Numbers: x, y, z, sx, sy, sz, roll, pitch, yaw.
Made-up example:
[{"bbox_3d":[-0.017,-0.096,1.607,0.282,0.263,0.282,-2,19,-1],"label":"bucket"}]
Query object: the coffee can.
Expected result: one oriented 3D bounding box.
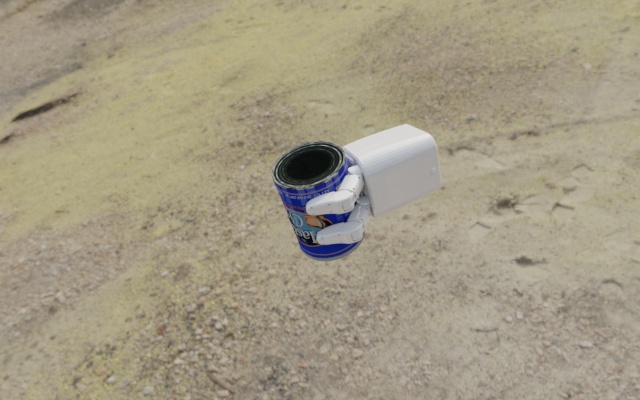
[{"bbox_3d":[0.000,0.002,0.679,0.103,0.140,0.102,-11,39,9],"label":"coffee can"}]
